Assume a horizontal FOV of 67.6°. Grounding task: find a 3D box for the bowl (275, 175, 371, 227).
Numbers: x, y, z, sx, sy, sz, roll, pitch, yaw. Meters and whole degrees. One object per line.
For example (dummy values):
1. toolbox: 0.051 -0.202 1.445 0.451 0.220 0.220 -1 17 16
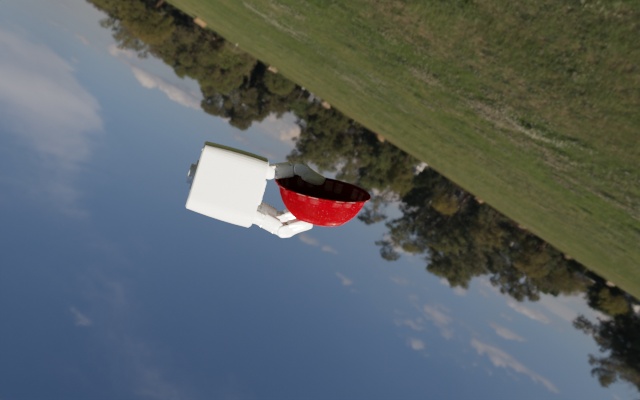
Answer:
1. bowl: 0.001 0.003 0.799 0.162 0.055 0.162 9 15 -2
